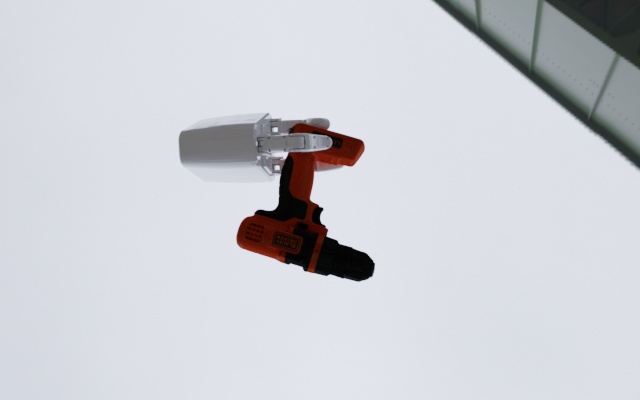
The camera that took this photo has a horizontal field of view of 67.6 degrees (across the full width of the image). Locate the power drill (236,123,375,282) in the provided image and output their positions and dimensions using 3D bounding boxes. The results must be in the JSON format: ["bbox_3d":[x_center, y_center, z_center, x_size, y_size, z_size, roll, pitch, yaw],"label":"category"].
[{"bbox_3d":[0.000,0.002,0.634,0.184,0.187,0.057,17,-15,1],"label":"power drill"}]
